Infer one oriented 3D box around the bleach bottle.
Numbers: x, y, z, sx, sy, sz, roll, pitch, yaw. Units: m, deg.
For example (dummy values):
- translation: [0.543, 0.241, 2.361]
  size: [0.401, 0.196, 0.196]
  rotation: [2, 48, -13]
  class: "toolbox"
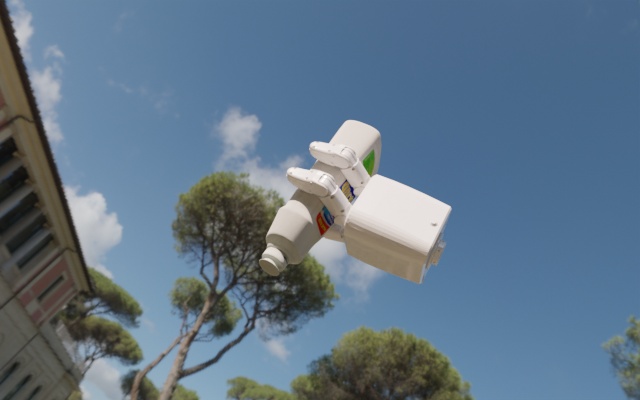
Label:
- translation: [0.000, 0.002, 0.634]
  size: [0.068, 0.250, 0.103]
  rotation: [23, -38, 18]
  class: "bleach bottle"
